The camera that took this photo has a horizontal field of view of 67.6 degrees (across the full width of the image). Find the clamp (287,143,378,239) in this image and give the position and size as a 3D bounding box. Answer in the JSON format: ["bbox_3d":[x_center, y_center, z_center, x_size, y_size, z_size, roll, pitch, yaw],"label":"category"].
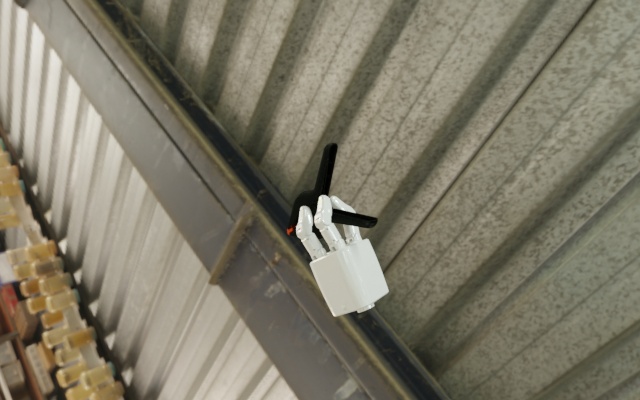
[{"bbox_3d":[0.000,0.003,0.879,0.036,0.164,0.210,-14,-12,-44],"label":"clamp"}]
